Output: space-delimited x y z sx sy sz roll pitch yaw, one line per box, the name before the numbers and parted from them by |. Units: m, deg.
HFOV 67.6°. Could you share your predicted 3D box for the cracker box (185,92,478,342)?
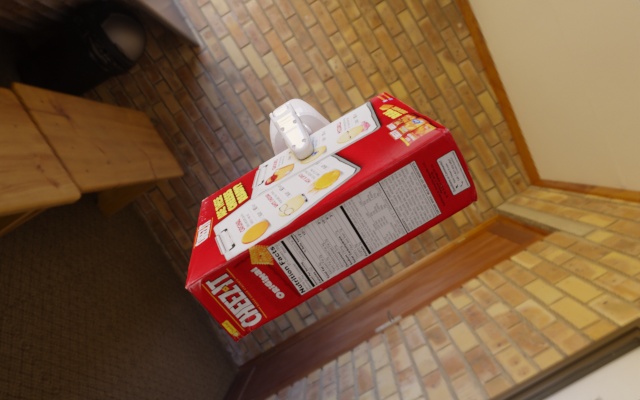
cracker box | 0.000 0.001 0.410 0.214 0.072 0.164 -31 23 4
